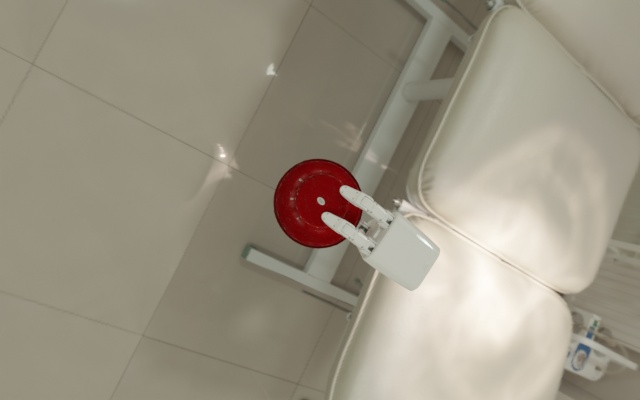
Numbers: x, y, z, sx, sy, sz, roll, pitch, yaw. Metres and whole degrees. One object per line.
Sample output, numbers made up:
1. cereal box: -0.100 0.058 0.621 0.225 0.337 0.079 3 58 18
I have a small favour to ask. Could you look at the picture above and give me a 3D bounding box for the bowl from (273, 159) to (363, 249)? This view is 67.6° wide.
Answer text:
1. bowl: -0.001 0.002 0.826 0.162 0.162 0.055 0 -5 -7
